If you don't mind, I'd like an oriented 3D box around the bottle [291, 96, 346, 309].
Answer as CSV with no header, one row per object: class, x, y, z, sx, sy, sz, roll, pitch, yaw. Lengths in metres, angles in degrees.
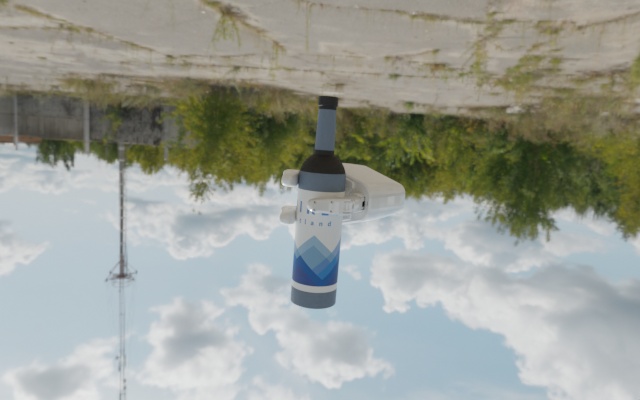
bottle,0.000,0.002,0.679,0.069,0.296,0.069,4,8,-1
